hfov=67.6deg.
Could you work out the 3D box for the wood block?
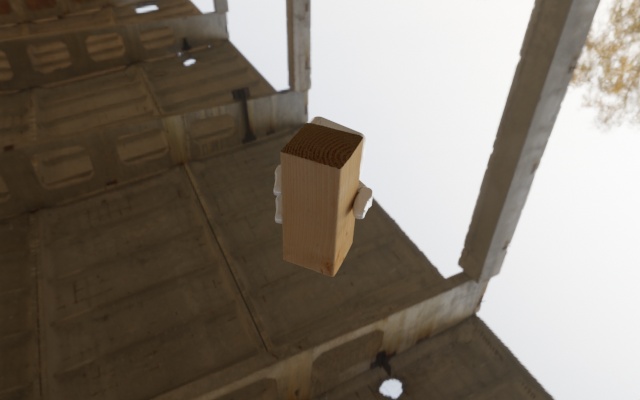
[{"bbox_3d":[0.001,0.002,0.713,0.091,0.206,0.090,17,42,17],"label":"wood block"}]
